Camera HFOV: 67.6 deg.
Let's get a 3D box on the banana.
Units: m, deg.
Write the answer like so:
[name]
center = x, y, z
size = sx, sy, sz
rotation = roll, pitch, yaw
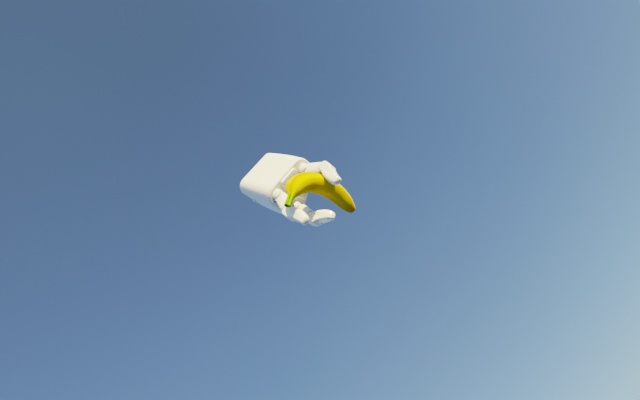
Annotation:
[banana]
center = -0.001, -0.016, 0.888
size = 0.037, 0.069, 0.198
rotation = 0, -4, 42
